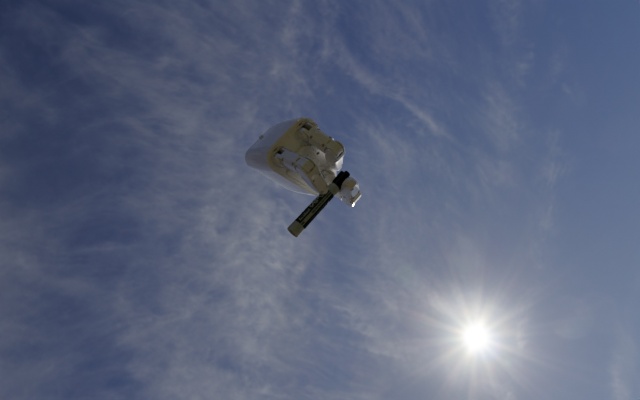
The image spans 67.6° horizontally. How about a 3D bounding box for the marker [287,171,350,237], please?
[{"bbox_3d":[0.000,0.002,0.671,0.020,0.121,0.020,38,-18,15],"label":"marker"}]
